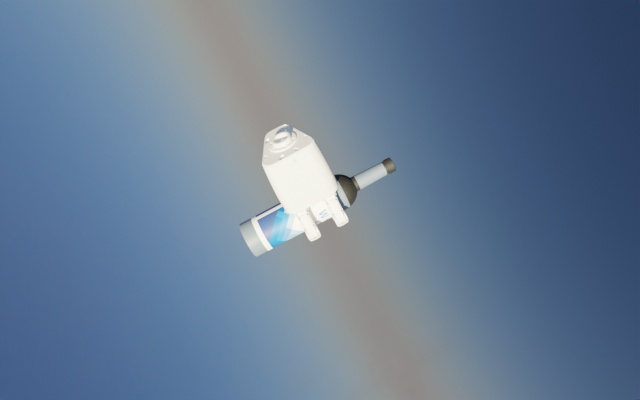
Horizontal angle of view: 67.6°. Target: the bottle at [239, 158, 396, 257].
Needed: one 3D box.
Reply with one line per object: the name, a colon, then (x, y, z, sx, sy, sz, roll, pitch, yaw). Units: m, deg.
bottle: (0.000, 0.003, 0.860, 0.296, 0.069, 0.069, -28, 0, -1)
